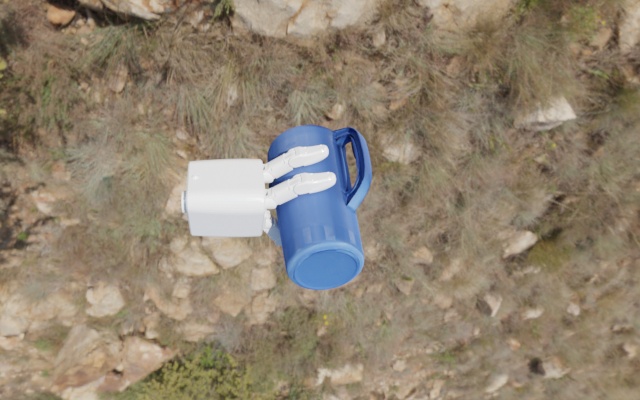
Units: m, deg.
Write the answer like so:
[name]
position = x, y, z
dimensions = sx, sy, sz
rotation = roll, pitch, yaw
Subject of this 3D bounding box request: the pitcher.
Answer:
[pitcher]
position = 0.000, 0.002, 0.719
dimensions = 0.145, 0.242, 0.149
rotation = 0, -44, -11
